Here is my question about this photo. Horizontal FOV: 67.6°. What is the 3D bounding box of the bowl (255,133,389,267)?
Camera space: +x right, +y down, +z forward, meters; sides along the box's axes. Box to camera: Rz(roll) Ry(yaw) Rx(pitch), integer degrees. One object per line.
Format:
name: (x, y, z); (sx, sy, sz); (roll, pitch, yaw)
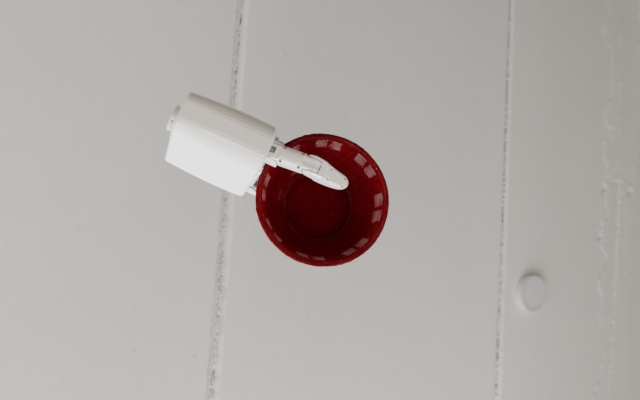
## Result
bowl: (0.001, 0.003, 0.593); (0.162, 0.162, 0.055); (0, -10, -8)
